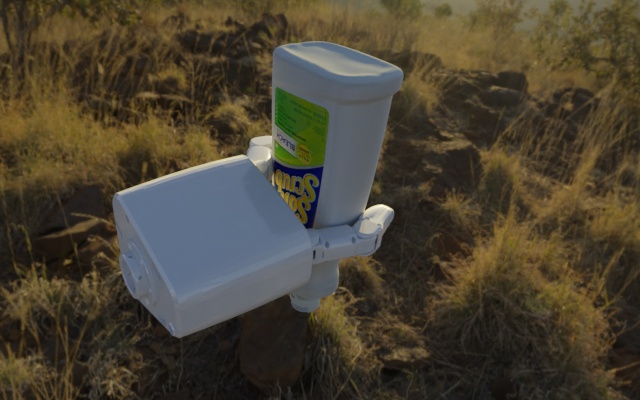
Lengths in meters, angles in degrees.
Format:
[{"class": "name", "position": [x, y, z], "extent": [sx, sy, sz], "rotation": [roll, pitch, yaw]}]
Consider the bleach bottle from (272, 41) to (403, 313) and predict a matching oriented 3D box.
[{"class": "bleach bottle", "position": [0.000, 0.001, 0.414], "extent": [0.068, 0.251, 0.102], "rotation": [-20, 40, -35]}]
